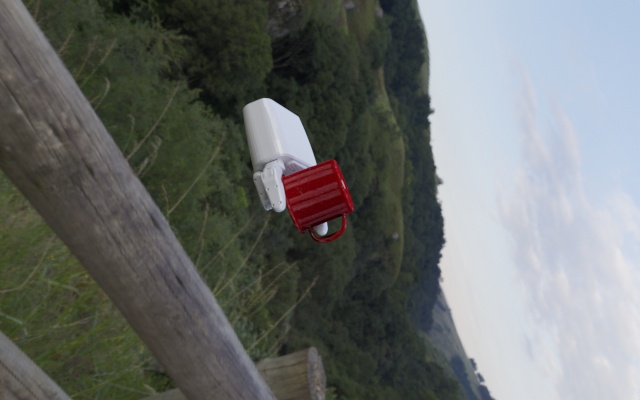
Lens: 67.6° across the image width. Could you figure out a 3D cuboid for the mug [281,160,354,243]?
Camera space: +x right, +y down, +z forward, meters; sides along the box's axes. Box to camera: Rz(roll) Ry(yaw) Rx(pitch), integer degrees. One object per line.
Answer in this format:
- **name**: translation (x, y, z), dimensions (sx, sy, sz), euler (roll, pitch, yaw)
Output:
- **mug**: translation (0.001, 0.003, 0.676), dimensions (0.081, 0.117, 0.093), euler (-20, -23, 7)
